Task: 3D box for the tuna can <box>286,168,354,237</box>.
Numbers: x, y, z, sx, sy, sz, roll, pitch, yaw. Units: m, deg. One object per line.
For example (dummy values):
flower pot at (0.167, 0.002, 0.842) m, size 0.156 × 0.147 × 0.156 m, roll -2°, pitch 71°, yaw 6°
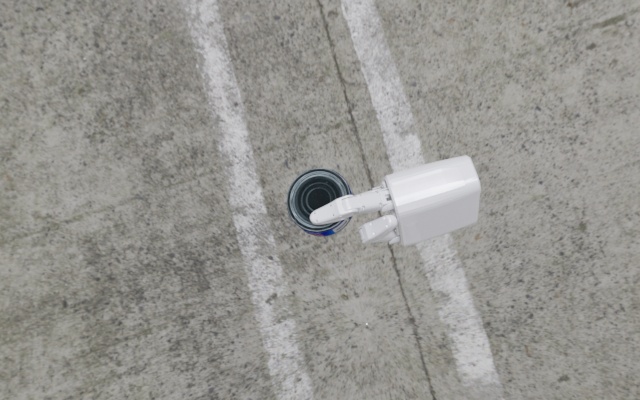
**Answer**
tuna can at (0.000, 0.002, 0.614) m, size 0.086 × 0.086 × 0.034 m, roll 0°, pitch -13°, yaw 11°
